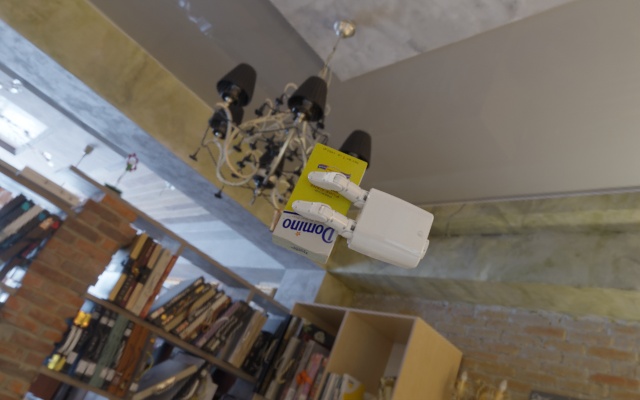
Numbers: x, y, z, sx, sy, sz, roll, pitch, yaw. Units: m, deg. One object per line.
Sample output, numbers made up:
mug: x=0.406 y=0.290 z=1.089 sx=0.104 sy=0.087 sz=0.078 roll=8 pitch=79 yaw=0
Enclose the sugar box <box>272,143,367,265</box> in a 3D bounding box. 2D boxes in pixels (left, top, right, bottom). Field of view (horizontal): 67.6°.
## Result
sugar box: x=0.000 y=0.002 z=0.759 sx=0.093 sy=0.176 sz=0.048 roll=22 pitch=-25 yaw=4
